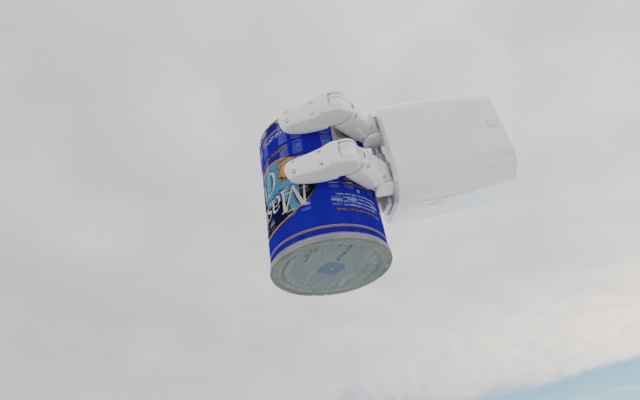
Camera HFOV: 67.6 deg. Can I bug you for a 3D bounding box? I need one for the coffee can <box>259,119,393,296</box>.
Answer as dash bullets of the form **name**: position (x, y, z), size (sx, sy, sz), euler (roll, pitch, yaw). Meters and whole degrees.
- **coffee can**: position (0.000, 0.002, 0.435), size (0.103, 0.140, 0.103), euler (-7, -34, -4)
